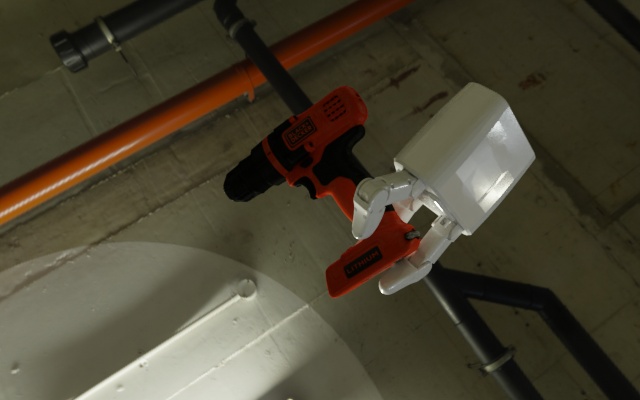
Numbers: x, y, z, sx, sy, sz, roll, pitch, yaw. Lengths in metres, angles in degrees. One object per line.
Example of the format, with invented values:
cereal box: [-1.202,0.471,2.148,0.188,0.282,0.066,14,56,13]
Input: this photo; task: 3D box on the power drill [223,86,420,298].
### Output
power drill: [0.001,0.002,0.497,0.184,0.187,0.057,-34,-12,20]
